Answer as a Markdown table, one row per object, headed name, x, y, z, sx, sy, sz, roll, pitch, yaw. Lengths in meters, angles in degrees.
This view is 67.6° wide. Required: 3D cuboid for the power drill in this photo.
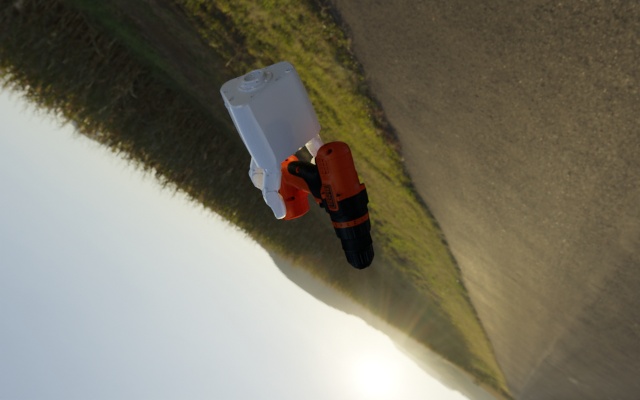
| name | x | y | z | sx | sy | sz | roll | pitch | yaw |
| --- | --- | --- | --- | --- | --- | --- | --- | --- | --- |
| power drill | 0.000 | 0.002 | 0.705 | 0.057 | 0.184 | 0.187 | -24 | 19 | -31 |
